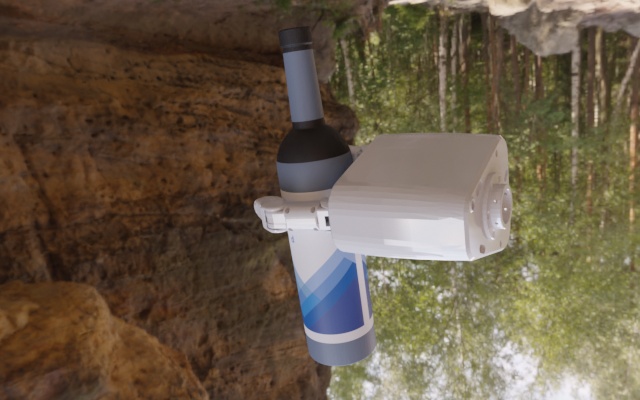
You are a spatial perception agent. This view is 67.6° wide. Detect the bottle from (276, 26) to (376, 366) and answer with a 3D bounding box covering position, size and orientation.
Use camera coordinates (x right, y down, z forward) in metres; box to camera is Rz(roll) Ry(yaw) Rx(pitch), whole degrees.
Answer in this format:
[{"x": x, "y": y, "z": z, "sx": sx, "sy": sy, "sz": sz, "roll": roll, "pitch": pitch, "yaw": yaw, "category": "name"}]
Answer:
[{"x": 0.000, "y": 0.002, "z": 0.426, "sx": 0.069, "sy": 0.296, "sz": 0.069, "roll": -8, "pitch": 16, "yaw": 2, "category": "bottle"}]
